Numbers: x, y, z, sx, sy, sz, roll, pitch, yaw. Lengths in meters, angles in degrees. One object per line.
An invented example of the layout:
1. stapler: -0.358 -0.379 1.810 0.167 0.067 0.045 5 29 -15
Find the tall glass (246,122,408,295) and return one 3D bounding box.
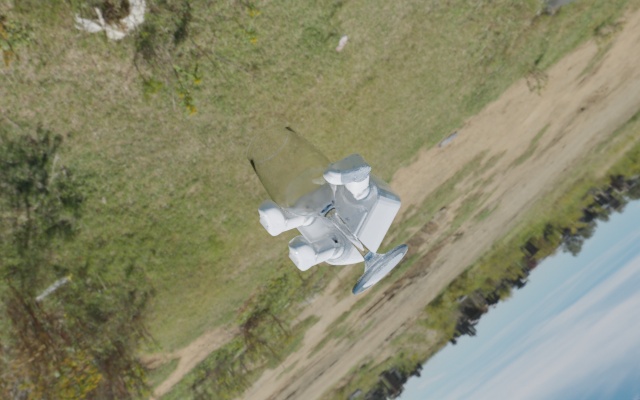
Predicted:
1. tall glass: 0.000 0.002 0.521 0.201 0.079 0.079 48 22 21
